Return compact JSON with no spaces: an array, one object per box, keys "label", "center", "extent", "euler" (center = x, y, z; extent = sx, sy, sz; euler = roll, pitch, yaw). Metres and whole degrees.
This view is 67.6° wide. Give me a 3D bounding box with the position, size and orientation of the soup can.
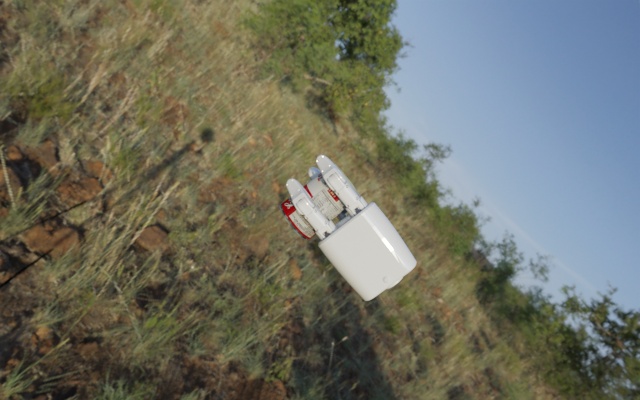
[{"label":"soup can","center":[0.000,0.002,0.702],"extent":[0.102,0.068,0.068],"euler":[-38,-7,9]}]
